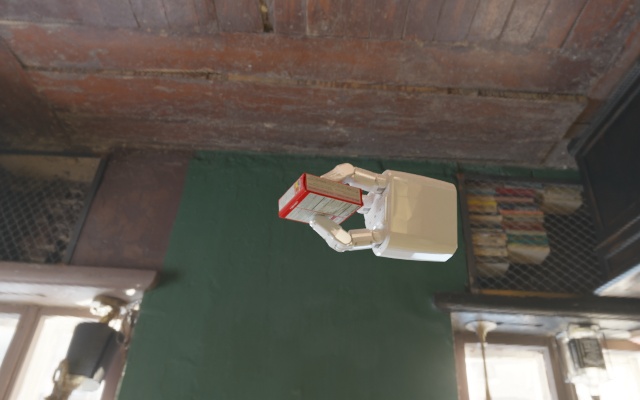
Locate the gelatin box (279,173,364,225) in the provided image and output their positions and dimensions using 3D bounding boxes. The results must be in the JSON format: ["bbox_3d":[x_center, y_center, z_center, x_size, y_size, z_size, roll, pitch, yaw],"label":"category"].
[{"bbox_3d":[0.000,0.002,0.625,0.089,0.030,0.073,13,-34,-28],"label":"gelatin box"}]
